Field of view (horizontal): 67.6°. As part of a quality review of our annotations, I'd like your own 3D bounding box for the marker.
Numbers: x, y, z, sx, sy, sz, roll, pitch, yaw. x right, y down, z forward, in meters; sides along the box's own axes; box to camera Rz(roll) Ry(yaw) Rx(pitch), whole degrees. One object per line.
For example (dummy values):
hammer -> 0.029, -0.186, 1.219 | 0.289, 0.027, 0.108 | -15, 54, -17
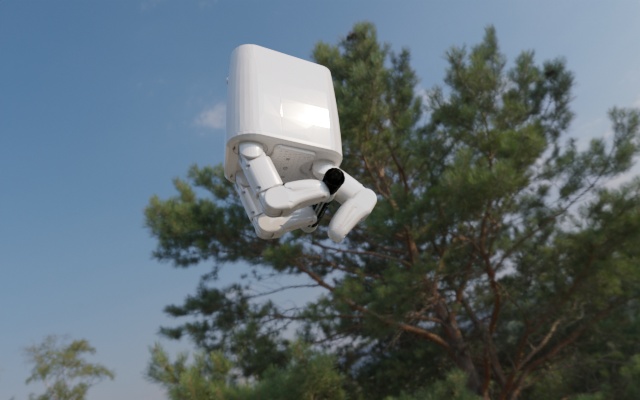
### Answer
marker -> 0.000, 0.002, 0.464 | 0.020, 0.020, 0.121 | 0, -24, -14
